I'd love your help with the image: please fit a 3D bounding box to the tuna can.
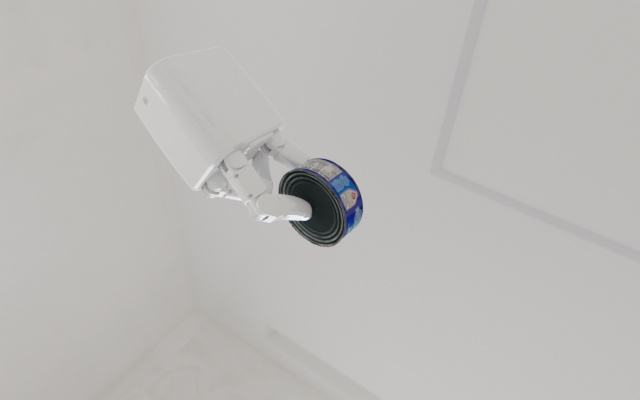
[{"bbox_3d":[0.000,0.001,0.478,0.086,0.086,0.033,0,27,45],"label":"tuna can"}]
